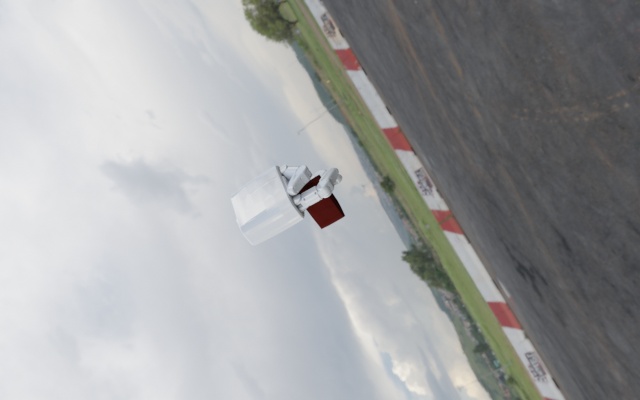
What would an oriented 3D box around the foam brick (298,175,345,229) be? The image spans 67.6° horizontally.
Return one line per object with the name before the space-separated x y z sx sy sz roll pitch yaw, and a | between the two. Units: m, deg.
foam brick | 0.000 0.003 0.877 0.051 0.078 0.053 -32 33 7
